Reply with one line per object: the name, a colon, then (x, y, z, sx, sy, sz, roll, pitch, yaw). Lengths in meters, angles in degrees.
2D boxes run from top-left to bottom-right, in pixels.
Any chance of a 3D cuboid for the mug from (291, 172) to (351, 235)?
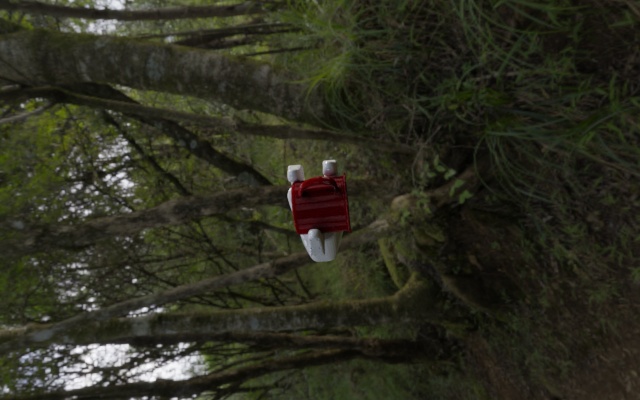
mug: (0.000, 0.002, 0.706, 0.081, 0.093, 0.117, -6, -29, 3)
